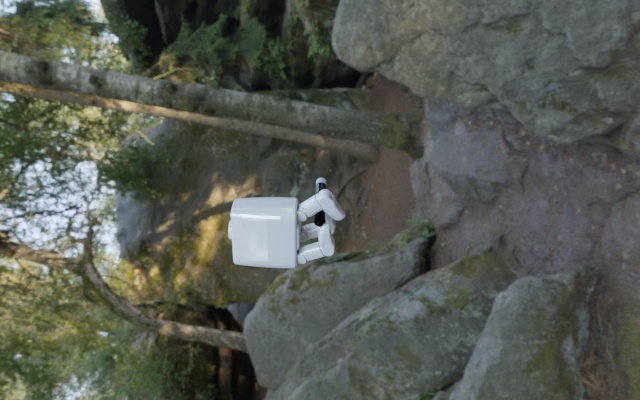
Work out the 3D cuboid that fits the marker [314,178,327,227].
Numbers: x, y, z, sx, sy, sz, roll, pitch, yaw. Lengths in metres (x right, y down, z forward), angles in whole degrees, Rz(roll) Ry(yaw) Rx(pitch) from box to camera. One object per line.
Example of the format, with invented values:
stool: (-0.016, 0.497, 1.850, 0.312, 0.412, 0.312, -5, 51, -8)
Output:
marker: (0.000, 0.003, 0.800, 0.020, 0.020, 0.121, 0, 37, 2)
